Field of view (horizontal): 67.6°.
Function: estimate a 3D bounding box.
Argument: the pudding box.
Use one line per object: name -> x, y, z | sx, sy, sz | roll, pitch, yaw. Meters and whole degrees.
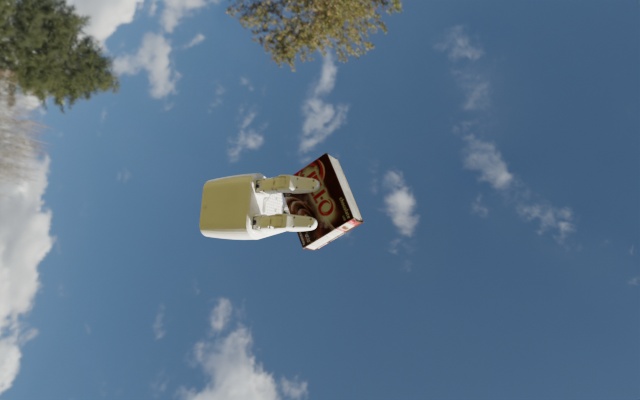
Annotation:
pudding box -> 0.000, 0.002, 0.686 | 0.090, 0.113, 0.039 | -33, -25, 23
